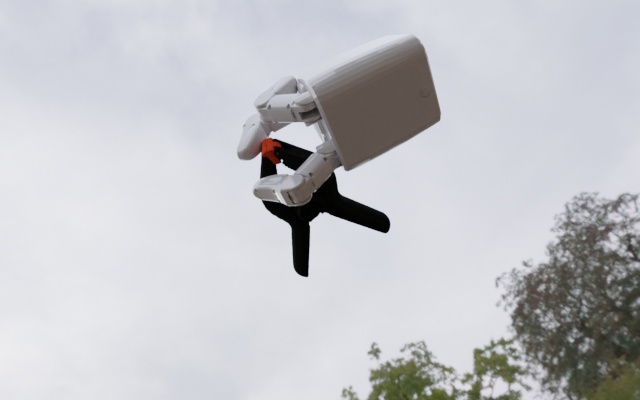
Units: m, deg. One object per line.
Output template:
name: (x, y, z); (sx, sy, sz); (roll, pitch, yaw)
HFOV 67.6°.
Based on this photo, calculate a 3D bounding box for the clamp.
clamp: (0.000, 0.001, 0.499); (0.120, 0.172, 0.039); (-27, 37, -1)
